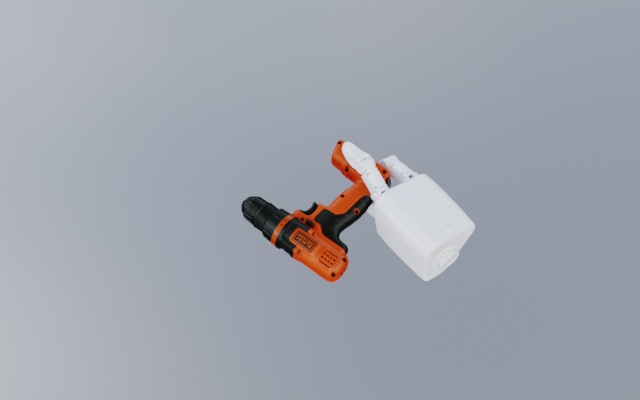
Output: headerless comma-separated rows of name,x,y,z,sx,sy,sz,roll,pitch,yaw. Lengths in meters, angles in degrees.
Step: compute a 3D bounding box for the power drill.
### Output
power drill,0.001,0.002,0.709,0.184,0.187,0.057,35,-15,16
